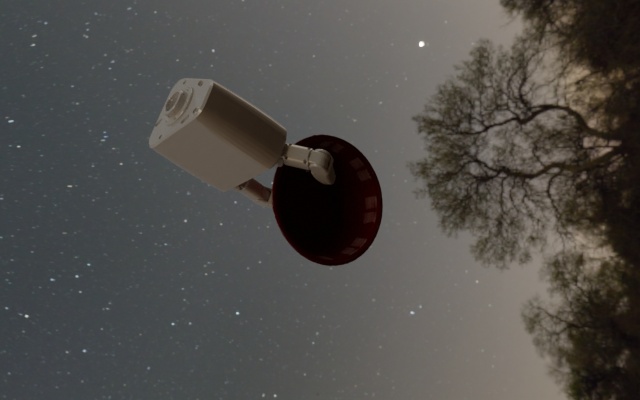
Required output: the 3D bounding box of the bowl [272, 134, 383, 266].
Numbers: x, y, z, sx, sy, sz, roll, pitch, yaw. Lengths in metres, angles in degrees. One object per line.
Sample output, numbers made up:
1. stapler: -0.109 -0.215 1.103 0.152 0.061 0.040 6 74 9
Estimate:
1. bowl: 0.001 0.003 0.604 0.162 0.162 0.055 0 -8 -32
